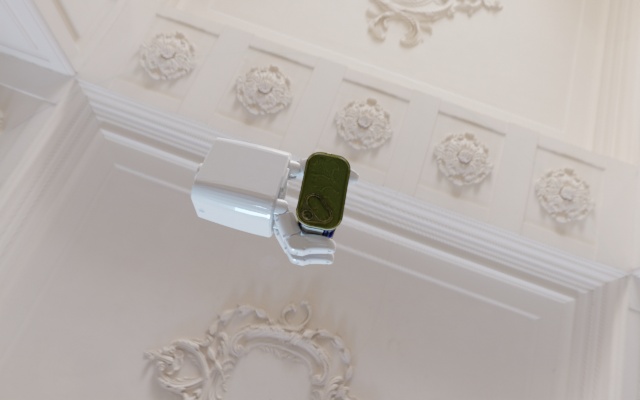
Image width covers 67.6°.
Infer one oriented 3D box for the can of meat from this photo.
[{"bbox_3d":[0.000,0.002,0.623,0.057,0.102,0.084,11,-23,-2],"label":"can of meat"}]
